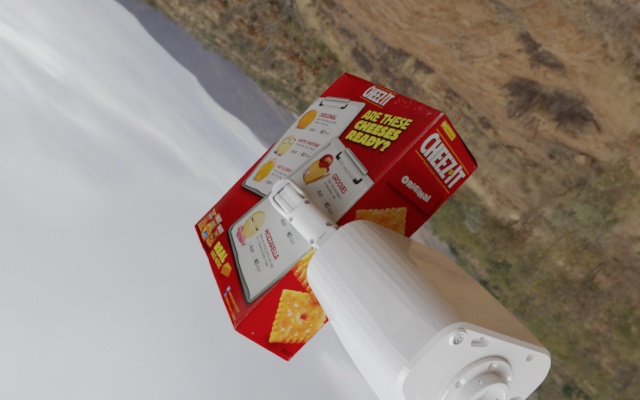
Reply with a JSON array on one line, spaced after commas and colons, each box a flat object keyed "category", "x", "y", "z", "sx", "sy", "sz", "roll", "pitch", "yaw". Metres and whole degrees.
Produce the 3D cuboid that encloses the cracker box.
[{"category": "cracker box", "x": 0.000, "y": 0.001, "z": 0.415, "sx": 0.072, "sy": 0.213, "sz": 0.164, "roll": 44, "pitch": 1, "yaw": -34}]
